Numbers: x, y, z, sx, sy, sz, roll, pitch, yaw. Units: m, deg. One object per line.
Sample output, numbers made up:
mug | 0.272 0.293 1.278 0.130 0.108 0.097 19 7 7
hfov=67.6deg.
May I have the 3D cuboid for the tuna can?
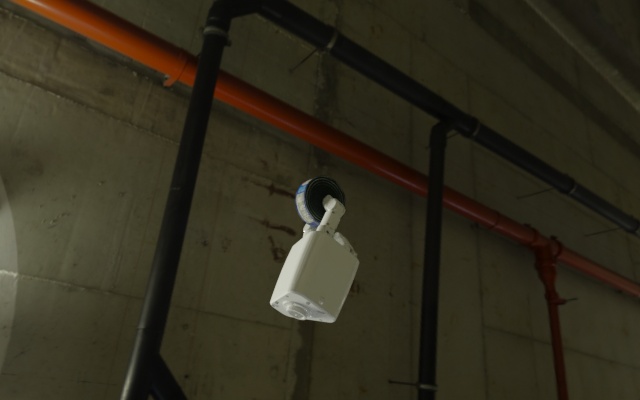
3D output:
tuna can | 0.000 0.003 0.813 0.086 0.086 0.034 0 -12 -36
